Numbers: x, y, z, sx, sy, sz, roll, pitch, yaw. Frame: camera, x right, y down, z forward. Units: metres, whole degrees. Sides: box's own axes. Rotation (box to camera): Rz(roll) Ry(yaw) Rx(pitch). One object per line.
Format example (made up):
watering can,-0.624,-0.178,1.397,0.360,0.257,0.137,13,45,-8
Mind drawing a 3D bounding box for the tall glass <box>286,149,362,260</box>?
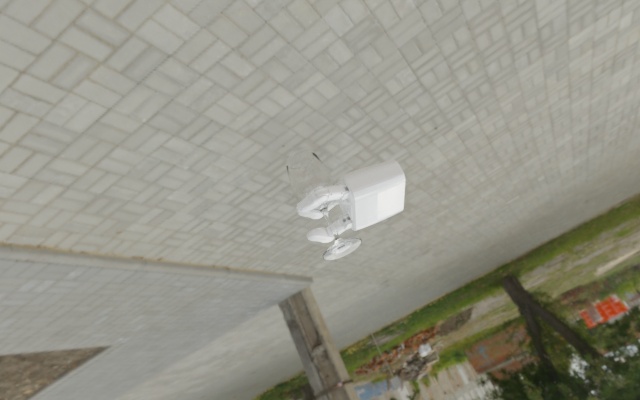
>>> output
tall glass,0.000,0.003,0.867,0.079,0.201,0.079,-21,-25,-10
